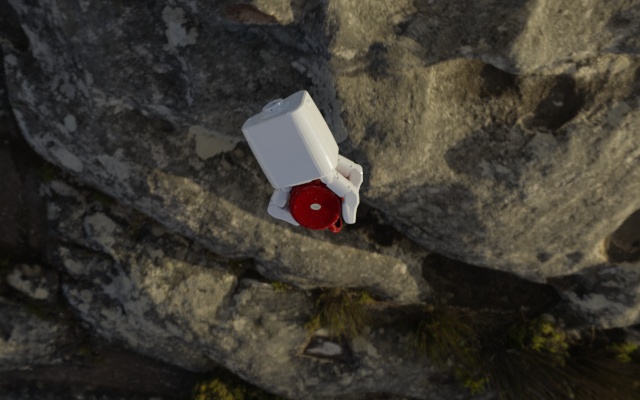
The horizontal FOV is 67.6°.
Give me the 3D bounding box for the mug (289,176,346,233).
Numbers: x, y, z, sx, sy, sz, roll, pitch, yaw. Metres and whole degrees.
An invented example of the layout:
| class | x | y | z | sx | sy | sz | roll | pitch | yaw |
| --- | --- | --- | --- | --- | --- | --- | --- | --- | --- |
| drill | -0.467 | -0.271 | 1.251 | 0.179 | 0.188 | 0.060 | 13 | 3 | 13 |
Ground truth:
| class | x | y | z | sx | sy | sz | roll | pitch | yaw |
| --- | --- | --- | --- | --- | --- | --- | --- | --- | --- |
| mug | 0.001 | 0.004 | 0.759 | 0.093 | 0.117 | 0.081 | -23 | 25 | 16 |
